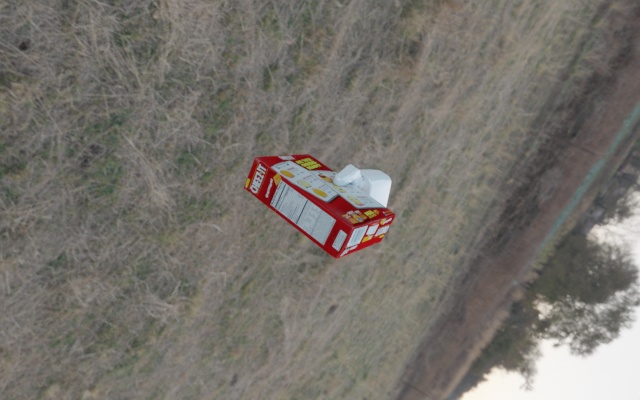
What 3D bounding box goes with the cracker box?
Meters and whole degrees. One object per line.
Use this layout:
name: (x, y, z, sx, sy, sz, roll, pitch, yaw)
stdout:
cracker box: (0.000, 0.003, 0.823, 0.213, 0.072, 0.164, 35, 23, 24)
